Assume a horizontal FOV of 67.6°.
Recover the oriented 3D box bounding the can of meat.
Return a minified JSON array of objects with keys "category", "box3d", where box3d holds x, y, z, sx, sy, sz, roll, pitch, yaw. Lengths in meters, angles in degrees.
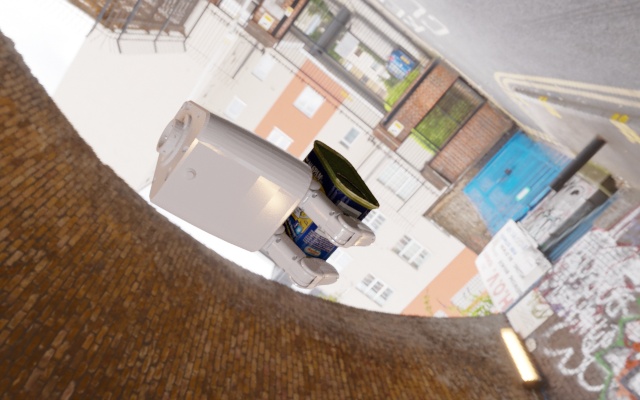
[{"category":"can of meat","box3d":[0.000,0.002,0.483,0.057,0.084,0.102,28,21,-35]}]
